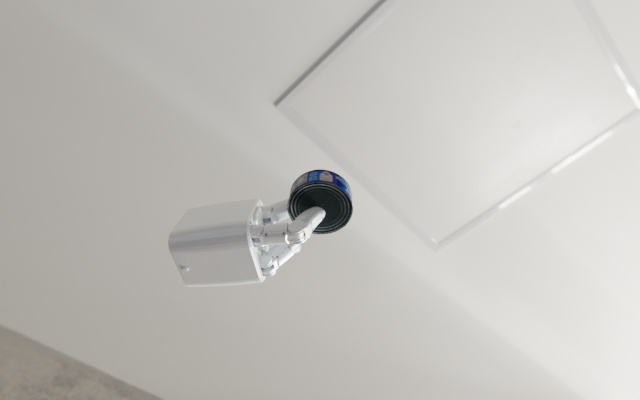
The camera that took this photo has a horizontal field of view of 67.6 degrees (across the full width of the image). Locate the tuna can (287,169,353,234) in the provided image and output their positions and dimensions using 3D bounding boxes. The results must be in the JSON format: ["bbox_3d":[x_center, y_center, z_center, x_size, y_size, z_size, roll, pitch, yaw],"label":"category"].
[{"bbox_3d":[0.000,0.002,0.634,0.086,0.086,0.033,0,36,3],"label":"tuna can"}]
